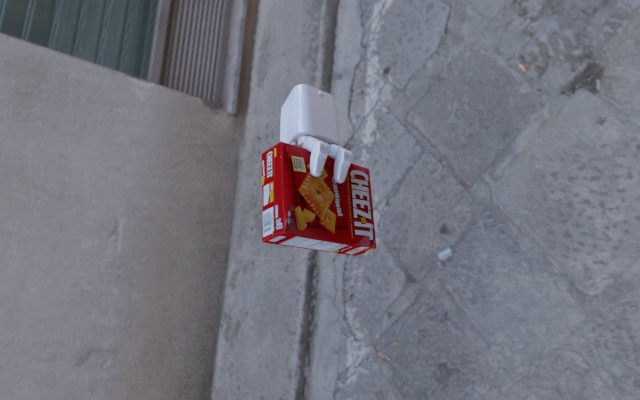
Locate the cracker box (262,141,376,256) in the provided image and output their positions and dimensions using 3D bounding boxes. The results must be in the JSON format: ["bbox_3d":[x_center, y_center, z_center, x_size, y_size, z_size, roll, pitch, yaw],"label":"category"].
[{"bbox_3d":[0.000,0.003,0.856,0.214,0.164,0.072,13,-24,-38],"label":"cracker box"}]
